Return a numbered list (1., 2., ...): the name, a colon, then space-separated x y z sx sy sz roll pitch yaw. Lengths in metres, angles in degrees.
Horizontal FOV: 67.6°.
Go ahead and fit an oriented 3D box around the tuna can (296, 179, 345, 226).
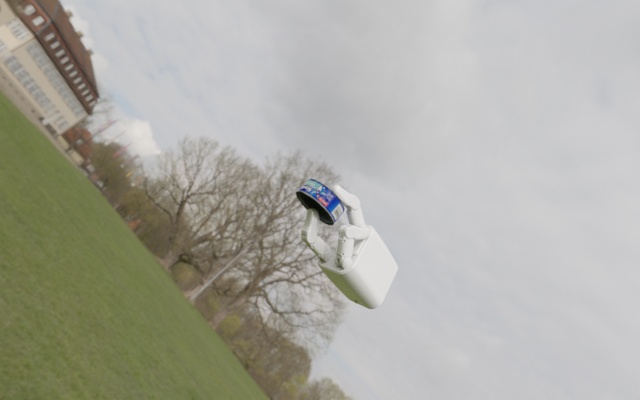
1. tuna can: 0.000 0.002 0.829 0.086 0.033 0.086 38 -17 13
